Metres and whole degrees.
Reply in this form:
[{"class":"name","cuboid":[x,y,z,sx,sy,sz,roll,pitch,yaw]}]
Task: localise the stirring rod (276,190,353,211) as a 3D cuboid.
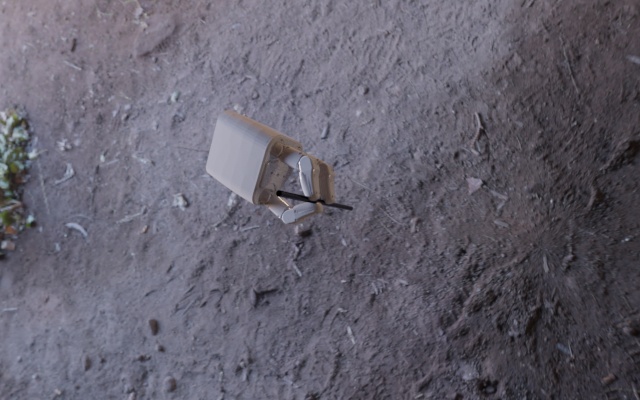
[{"class":"stirring rod","cuboid":[0.000,0.002,0.682,0.011,0.011,0.239,0,-5,25]}]
